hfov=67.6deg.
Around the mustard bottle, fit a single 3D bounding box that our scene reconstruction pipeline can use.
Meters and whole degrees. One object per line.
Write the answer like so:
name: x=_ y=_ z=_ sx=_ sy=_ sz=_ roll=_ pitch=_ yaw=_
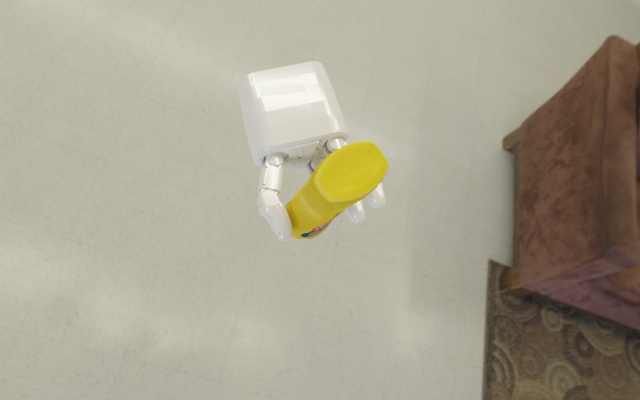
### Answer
mustard bottle: x=0.000 y=0.002 z=0.571 sx=0.096 sy=0.058 sz=0.192 roll=-36 pitch=-4 yaw=-30
